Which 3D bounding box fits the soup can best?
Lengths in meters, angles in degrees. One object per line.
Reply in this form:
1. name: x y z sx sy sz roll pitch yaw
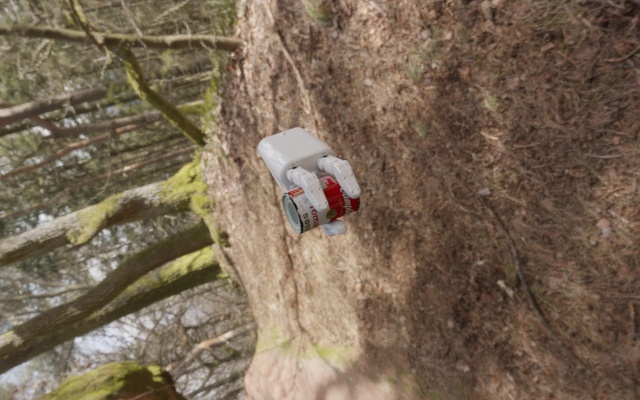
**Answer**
1. soup can: 0.000 0.003 0.729 0.102 0.068 0.068 -22 8 -19
